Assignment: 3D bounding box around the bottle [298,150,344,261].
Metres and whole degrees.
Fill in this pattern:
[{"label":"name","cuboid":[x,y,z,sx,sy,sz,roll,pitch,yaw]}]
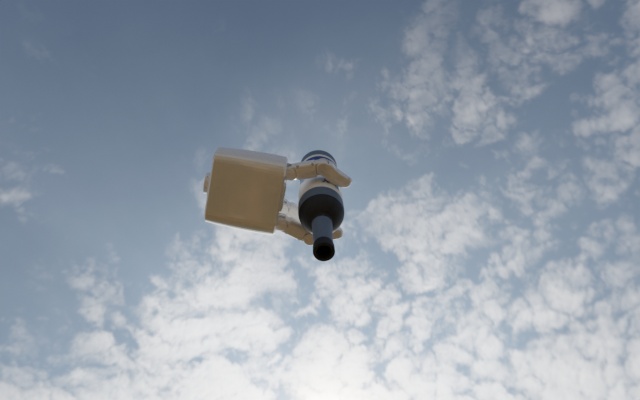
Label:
[{"label":"bottle","cuboid":[0.000,0.002,0.716,0.069,0.069,0.295,0,24,-2]}]
